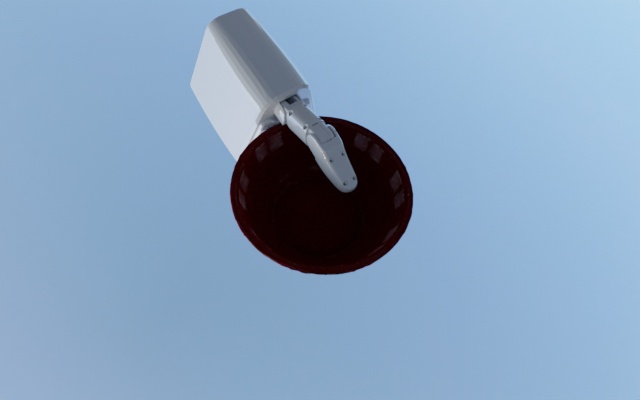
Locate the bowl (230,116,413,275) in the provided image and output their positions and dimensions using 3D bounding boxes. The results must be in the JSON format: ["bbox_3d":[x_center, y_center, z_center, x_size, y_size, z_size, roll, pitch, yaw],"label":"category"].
[{"bbox_3d":[0.001,0.003,0.440,0.162,0.162,0.055,0,-30,-5],"label":"bowl"}]
